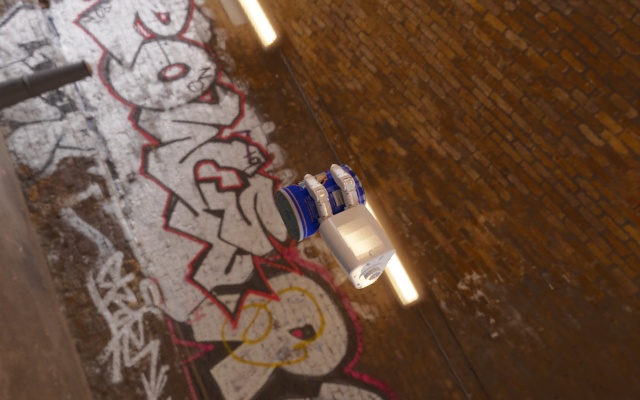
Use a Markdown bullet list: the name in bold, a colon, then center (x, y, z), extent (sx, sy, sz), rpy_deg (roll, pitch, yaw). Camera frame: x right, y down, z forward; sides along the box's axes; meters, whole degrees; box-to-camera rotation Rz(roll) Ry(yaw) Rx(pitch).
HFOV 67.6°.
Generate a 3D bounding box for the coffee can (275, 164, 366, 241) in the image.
- **coffee can**: center (0.000, 0.003, 0.900), extent (0.140, 0.103, 0.103), rpy_deg (-23, 7, -18)
